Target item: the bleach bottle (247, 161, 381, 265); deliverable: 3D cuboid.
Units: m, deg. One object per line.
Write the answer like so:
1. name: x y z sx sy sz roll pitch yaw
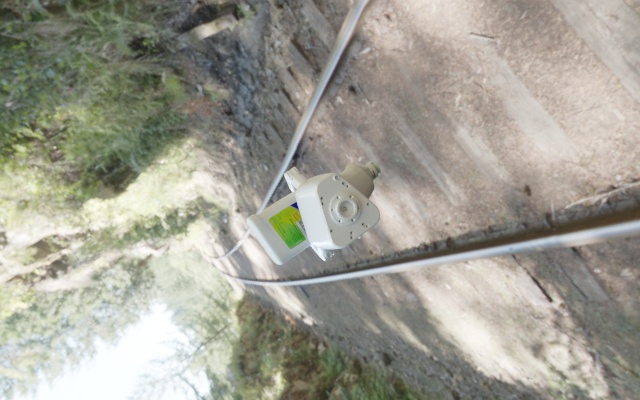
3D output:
1. bleach bottle: 0.000 0.003 0.846 0.251 0.102 0.068 -36 7 -16
